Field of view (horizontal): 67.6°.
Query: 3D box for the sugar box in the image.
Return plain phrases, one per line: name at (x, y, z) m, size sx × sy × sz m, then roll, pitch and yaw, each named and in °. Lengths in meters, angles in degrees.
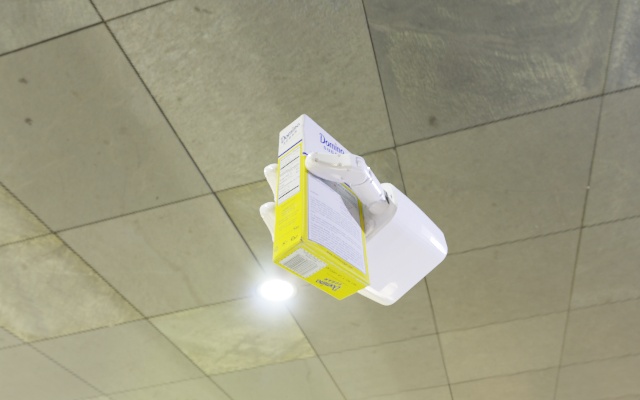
sugar box at (0.000, 0.002, 0.486) m, size 0.048 × 0.176 × 0.093 m, roll -34°, pitch -52°, yaw 27°
